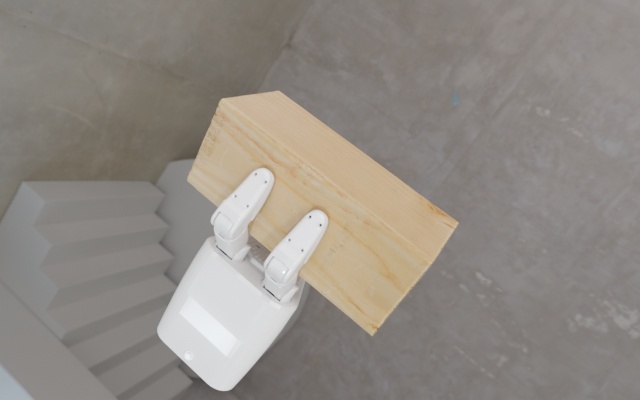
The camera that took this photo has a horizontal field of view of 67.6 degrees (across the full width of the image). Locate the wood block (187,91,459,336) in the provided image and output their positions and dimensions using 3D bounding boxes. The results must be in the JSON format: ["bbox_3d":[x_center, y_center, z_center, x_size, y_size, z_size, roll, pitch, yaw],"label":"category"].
[{"bbox_3d":[0.000,0.002,0.413,0.206,0.090,0.091,38,29,12],"label":"wood block"}]
